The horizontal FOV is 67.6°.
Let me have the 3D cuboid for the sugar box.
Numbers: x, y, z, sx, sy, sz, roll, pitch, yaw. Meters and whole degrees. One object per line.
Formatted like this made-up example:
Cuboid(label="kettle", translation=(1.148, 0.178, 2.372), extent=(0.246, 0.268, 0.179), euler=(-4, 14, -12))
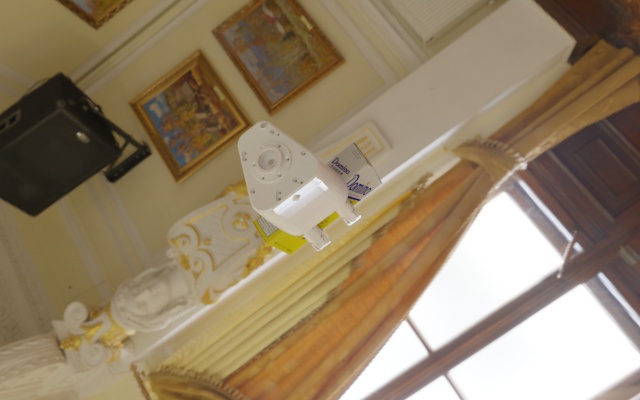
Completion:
Cuboid(label="sugar box", translation=(0.000, 0.003, 0.674), extent=(0.176, 0.048, 0.093), euler=(-36, -24, 6))
